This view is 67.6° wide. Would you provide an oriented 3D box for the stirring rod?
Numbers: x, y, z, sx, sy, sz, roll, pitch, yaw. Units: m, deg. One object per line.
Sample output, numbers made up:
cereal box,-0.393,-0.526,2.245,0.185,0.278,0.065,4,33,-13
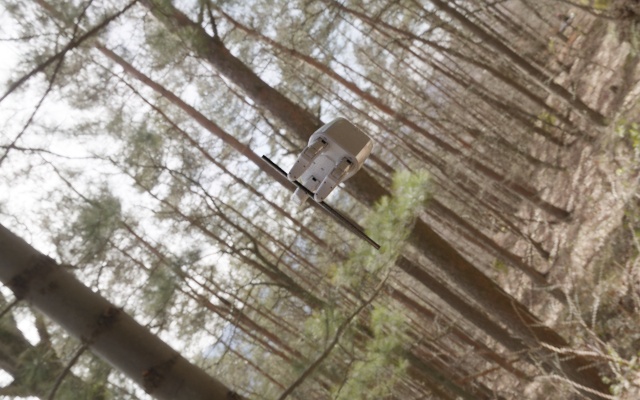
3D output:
stirring rod,0.000,0.003,0.769,0.239,0.011,0.011,38,1,1
